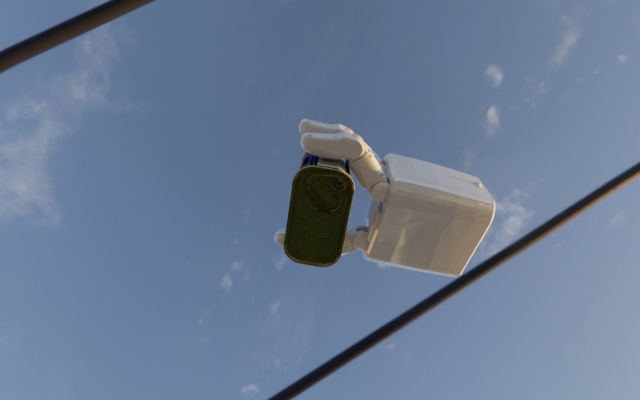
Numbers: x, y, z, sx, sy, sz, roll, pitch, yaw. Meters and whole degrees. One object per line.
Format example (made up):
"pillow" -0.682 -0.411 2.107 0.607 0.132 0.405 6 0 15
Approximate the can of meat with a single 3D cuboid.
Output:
"can of meat" 0.000 0.002 0.485 0.057 0.102 0.084 9 23 0
